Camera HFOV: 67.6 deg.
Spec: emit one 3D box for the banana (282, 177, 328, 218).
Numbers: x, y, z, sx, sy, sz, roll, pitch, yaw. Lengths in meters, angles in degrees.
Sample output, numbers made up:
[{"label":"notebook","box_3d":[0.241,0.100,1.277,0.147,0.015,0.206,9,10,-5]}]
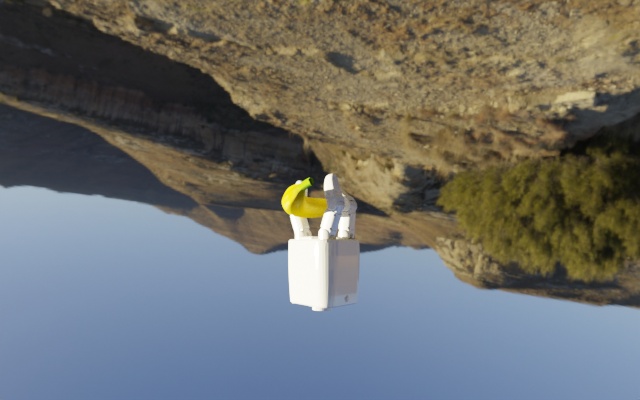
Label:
[{"label":"banana","box_3d":[-0.019,0.006,0.776,0.069,0.037,0.198,-12,-12,12]}]
